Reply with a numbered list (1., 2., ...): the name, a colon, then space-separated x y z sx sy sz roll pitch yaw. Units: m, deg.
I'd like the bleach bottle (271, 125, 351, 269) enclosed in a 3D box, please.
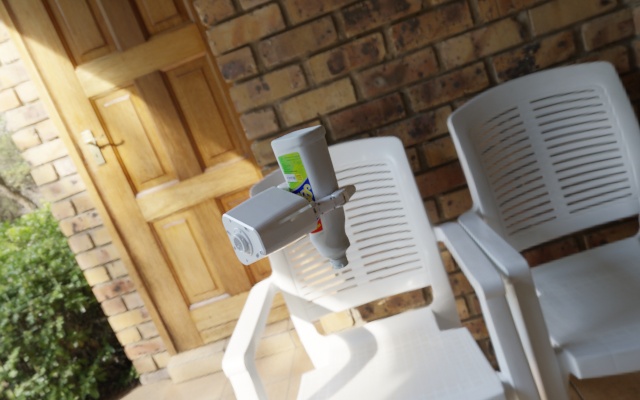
1. bleach bottle: 0.000 0.003 0.824 0.068 0.251 0.102 -30 16 -34
